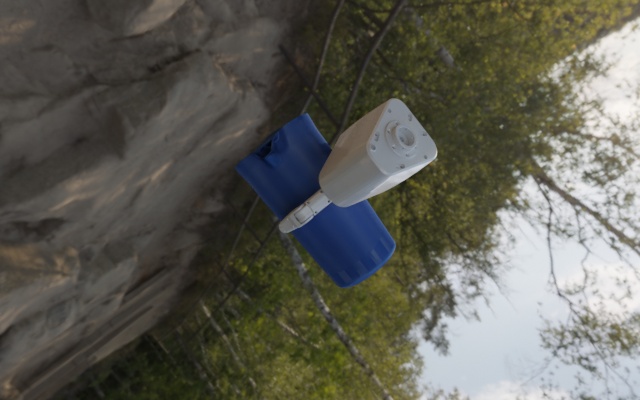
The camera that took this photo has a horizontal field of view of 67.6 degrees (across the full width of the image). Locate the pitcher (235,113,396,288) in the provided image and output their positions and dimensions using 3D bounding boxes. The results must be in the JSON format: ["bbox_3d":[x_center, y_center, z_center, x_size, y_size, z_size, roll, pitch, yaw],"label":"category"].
[{"bbox_3d":[0.000,0.002,0.712,0.149,0.243,0.145,-40,4,-36],"label":"pitcher"}]
